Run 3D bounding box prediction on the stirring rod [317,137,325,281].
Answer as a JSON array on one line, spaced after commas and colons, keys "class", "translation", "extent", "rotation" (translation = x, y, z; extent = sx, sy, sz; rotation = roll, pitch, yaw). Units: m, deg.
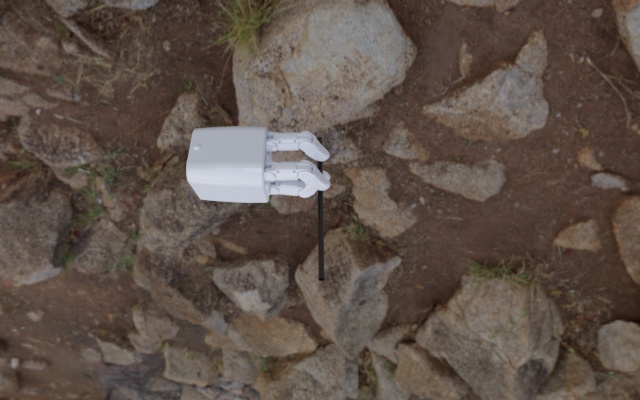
[{"class": "stirring rod", "translation": [0.000, 0.002, 0.680], "extent": [0.011, 0.239, 0.011], "rotation": [0, -34, 0]}]
